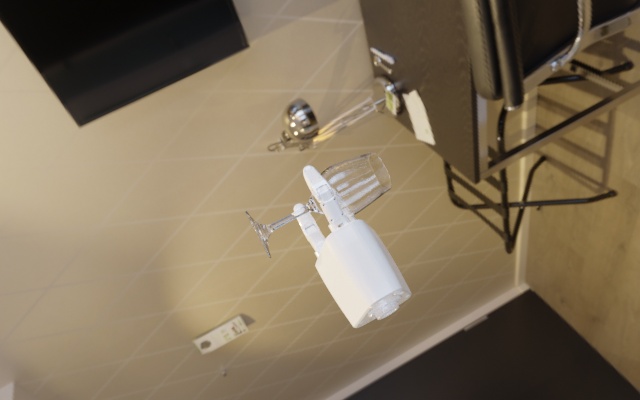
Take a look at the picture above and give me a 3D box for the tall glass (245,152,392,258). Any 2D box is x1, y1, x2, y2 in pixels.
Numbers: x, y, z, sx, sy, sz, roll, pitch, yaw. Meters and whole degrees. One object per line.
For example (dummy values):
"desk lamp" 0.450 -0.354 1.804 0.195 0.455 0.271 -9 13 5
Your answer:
"tall glass" -0.001 0.002 0.677 0.201 0.079 0.079 -28 4 -8
